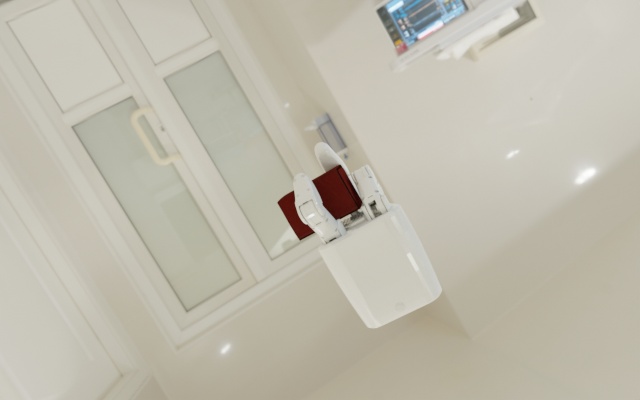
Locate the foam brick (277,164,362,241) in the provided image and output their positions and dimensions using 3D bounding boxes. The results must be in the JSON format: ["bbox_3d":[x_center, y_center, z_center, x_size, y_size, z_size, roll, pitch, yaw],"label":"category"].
[{"bbox_3d":[0.000,0.002,0.534,0.078,0.051,0.053,-29,5,12],"label":"foam brick"}]
